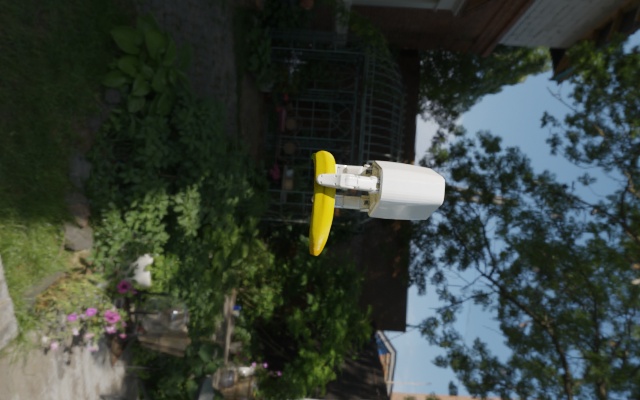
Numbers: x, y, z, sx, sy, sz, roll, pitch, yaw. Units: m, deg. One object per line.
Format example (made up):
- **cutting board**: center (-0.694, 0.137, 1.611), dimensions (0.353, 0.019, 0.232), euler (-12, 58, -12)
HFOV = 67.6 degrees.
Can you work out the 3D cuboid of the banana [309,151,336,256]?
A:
- **banana**: center (0.004, -0.009, 0.794), dimensions (0.037, 0.197, 0.070), euler (7, -29, -9)
